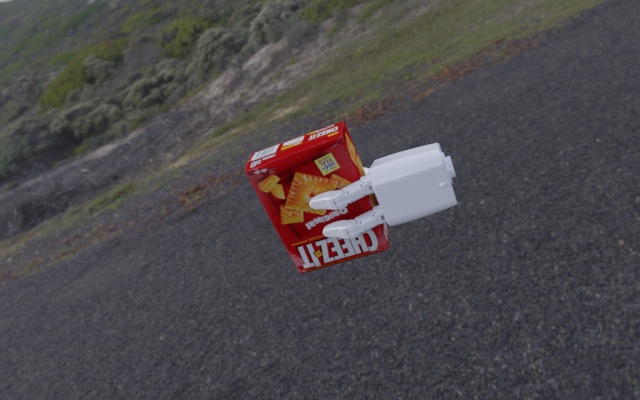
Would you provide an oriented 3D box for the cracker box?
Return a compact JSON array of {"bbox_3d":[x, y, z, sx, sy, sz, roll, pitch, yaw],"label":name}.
[{"bbox_3d":[0.000,0.002,0.767,0.164,0.214,0.072,-17,26,16],"label":"cracker box"}]
